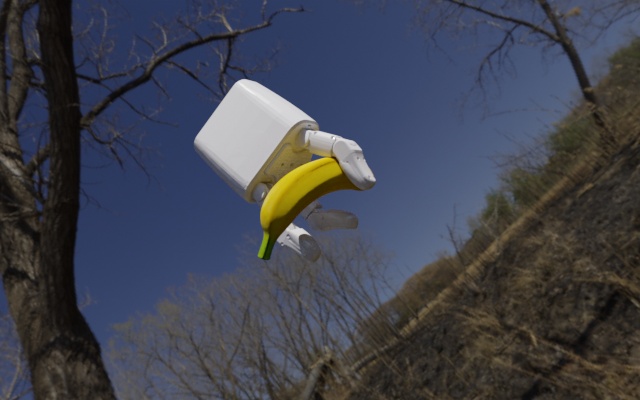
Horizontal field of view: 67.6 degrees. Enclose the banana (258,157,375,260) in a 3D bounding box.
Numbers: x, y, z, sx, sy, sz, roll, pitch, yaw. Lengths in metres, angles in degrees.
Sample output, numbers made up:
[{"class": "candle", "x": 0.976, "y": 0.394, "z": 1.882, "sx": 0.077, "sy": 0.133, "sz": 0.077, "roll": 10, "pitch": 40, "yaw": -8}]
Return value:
[{"class": "banana", "x": 0.000, "y": -0.012, "z": 0.507, "sx": 0.037, "sy": 0.070, "sz": 0.197, "roll": 30, "pitch": 40, "yaw": 29}]
